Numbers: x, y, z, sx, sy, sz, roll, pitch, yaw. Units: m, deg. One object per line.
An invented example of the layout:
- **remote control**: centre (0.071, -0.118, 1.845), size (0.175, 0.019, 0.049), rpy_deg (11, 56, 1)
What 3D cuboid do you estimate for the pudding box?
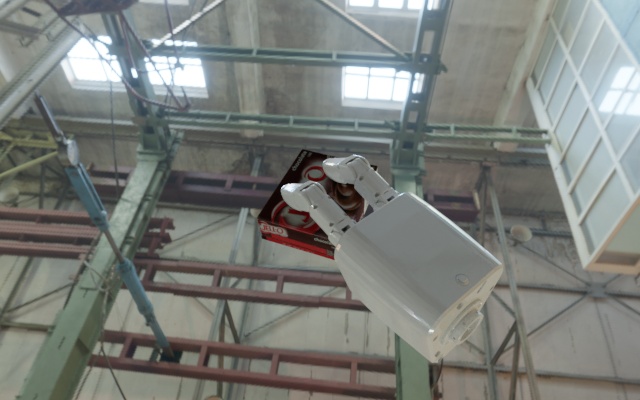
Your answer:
- **pudding box**: centre (0.000, 0.002, 0.494), size (0.090, 0.039, 0.113), rpy_deg (15, 47, 17)
